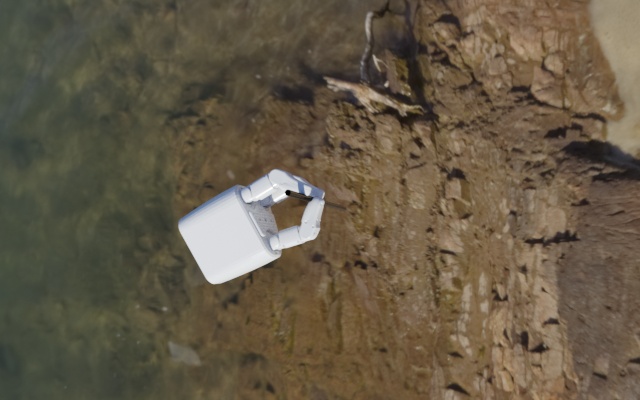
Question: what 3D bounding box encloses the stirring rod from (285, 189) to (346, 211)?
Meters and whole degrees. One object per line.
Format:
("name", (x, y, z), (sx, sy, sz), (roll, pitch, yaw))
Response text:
("stirring rod", (0.000, 0.002, 0.688), (0.011, 0.011, 0.239), (0, -6, 19))
